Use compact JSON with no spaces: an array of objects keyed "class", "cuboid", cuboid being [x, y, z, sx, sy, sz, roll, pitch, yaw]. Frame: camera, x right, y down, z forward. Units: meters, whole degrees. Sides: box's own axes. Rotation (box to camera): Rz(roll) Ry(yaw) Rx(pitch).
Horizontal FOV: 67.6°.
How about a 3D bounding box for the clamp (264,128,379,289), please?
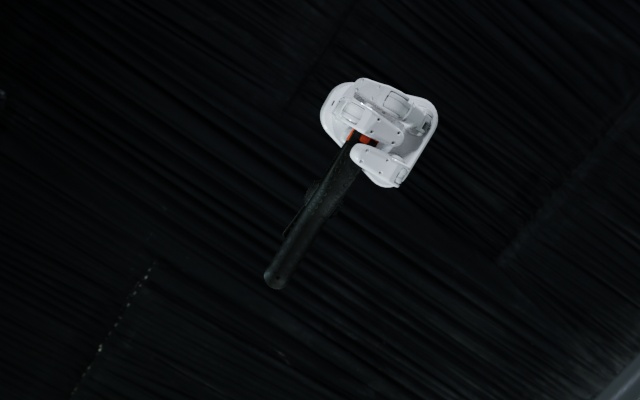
[{"class":"clamp","cuboid":[0.000,0.001,0.485,0.039,0.171,0.120,34,9,-11]}]
